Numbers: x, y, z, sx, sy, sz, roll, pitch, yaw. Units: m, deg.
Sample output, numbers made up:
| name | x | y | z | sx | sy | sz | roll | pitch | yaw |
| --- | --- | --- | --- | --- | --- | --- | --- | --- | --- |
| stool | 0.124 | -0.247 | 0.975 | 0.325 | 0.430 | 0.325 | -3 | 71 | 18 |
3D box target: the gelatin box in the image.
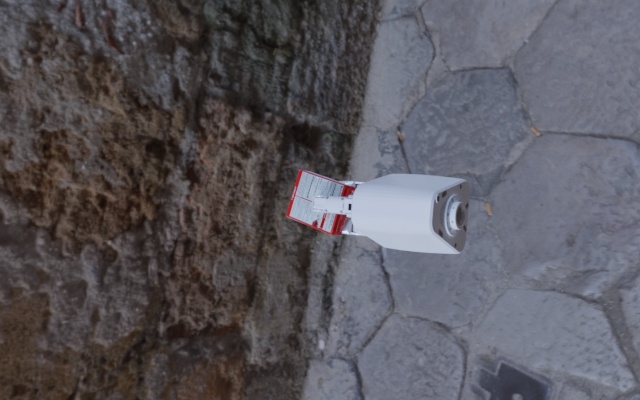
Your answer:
| name | x | y | z | sx | sy | sz | roll | pitch | yaw |
| --- | --- | --- | --- | --- | --- | --- | --- | --- | --- |
| gelatin box | 0.000 | 0.002 | 0.684 | 0.089 | 0.073 | 0.030 | 20 | 7 | 34 |
